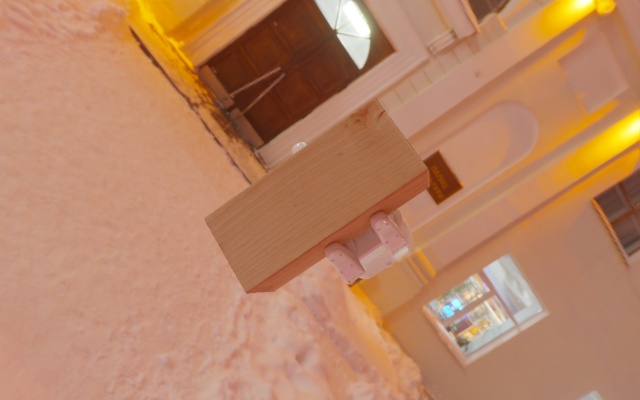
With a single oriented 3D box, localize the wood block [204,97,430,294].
[{"bbox_3d":[0.000,0.001,0.493,0.206,0.090,0.090,-35,-15,6],"label":"wood block"}]
